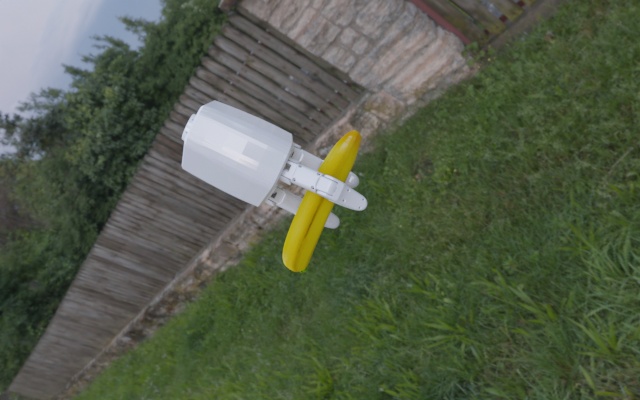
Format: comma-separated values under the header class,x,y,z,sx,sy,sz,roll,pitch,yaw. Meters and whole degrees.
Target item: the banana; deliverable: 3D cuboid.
class,x,y,z,sx,sy,sz,roll,pitch,yaw
banana,-0.005,0.010,0.560,0.037,0.198,0.069,25,19,4
